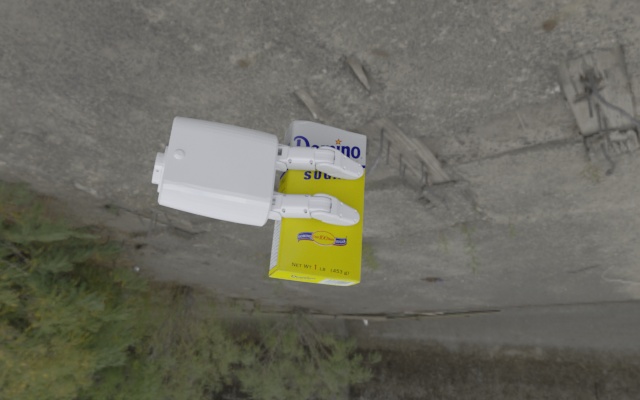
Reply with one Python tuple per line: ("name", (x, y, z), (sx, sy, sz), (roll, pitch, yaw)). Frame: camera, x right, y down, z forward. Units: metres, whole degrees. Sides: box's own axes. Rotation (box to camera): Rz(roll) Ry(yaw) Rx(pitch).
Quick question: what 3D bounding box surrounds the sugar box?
("sugar box", (0.000, 0.002, 0.531), (0.093, 0.176, 0.048), (10, -19, -17))
